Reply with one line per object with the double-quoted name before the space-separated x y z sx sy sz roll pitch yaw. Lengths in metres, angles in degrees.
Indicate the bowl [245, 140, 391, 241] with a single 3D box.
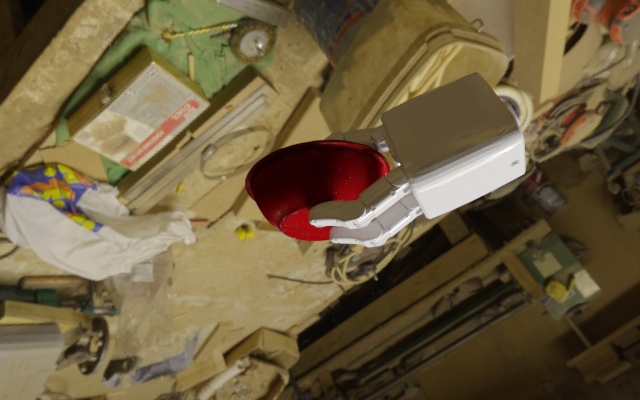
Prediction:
"bowl" -0.001 0.003 0.518 0.162 0.055 0.162 -5 -27 -2
